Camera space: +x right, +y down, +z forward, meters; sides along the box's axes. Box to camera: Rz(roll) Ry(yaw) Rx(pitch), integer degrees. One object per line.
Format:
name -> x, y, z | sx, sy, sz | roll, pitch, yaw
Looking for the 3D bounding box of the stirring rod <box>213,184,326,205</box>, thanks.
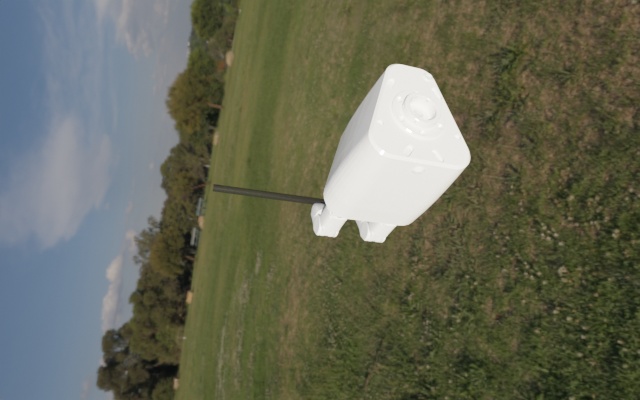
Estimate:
stirring rod -> 0.000, 0.002, 0.543 | 0.239, 0.011, 0.011 | 8, -2, -16
